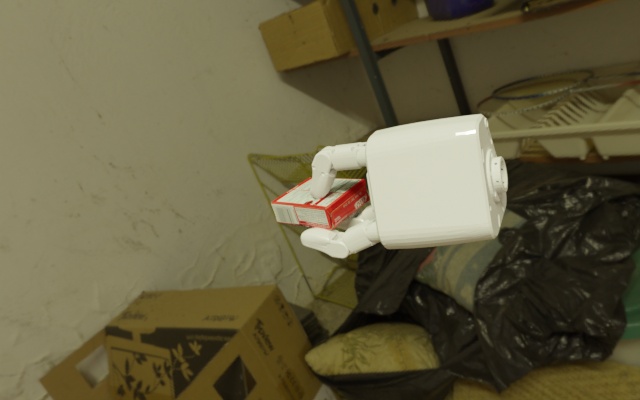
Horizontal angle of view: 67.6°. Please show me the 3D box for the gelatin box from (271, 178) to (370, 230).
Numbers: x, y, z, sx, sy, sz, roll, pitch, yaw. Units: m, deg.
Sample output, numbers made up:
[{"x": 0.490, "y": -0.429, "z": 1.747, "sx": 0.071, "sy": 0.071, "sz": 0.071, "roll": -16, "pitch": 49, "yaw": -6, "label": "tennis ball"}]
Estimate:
[{"x": 0.000, "y": 0.001, "z": 0.551, "sx": 0.089, "sy": 0.030, "sz": 0.073, "roll": 5, "pitch": 30, "yaw": 41, "label": "gelatin box"}]
